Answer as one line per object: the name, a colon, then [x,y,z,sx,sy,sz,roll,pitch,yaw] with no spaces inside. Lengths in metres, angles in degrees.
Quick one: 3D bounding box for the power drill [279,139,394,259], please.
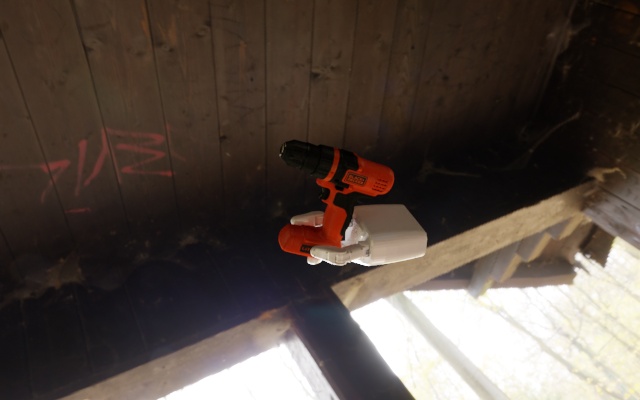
power drill: [0.000,0.003,0.752,0.184,0.188,0.057,16,32,-18]
